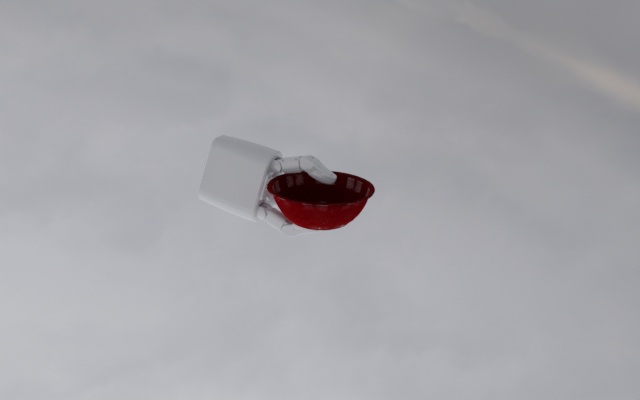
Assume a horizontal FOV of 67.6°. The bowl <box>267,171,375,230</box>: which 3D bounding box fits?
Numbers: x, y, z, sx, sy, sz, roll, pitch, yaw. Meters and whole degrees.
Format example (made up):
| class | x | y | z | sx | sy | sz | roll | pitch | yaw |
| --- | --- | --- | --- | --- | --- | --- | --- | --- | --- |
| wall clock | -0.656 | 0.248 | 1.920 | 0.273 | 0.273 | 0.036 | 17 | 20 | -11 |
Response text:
| class | x | y | z | sx | sy | sz | roll | pitch | yaw |
| --- | --- | --- | --- | --- | --- | --- | --- | --- | --- |
| bowl | 0.001 | 0.003 | 0.721 | 0.162 | 0.055 | 0.162 | 1 | 20 | -1 |
